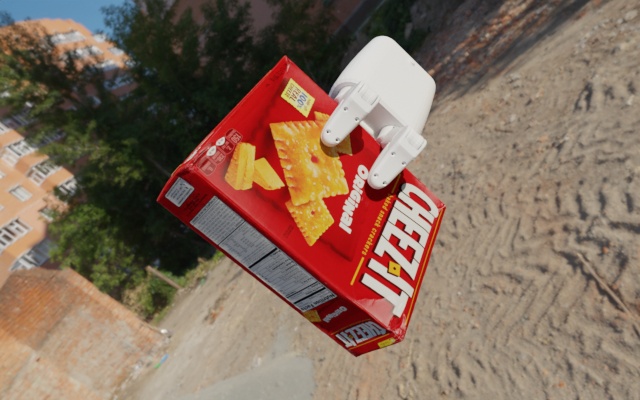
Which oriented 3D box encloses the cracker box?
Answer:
[{"bbox_3d":[0.000,0.001,0.415,0.214,0.164,0.072,40,-42,-11],"label":"cracker box"}]
